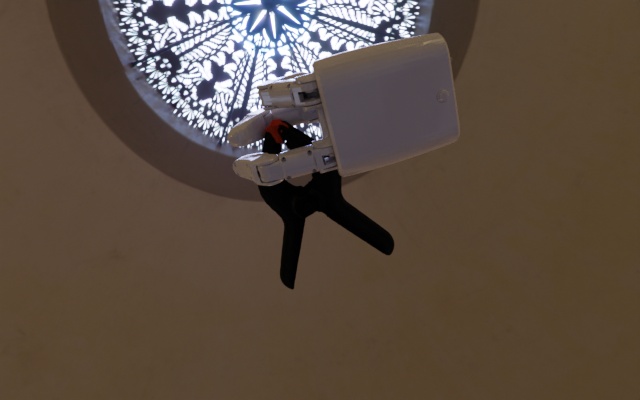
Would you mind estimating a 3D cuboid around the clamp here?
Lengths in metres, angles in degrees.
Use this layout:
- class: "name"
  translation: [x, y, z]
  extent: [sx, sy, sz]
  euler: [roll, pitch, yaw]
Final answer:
- class: "clamp"
  translation: [0.000, 0.001, 0.459]
  extent: [0.120, 0.171, 0.039]
  euler: [-15, 23, 1]
